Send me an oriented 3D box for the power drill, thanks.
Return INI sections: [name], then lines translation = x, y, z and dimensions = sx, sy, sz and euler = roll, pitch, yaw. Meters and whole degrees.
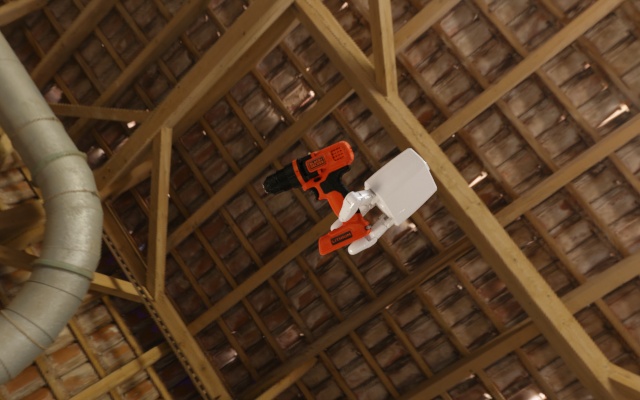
[power drill]
translation = 0.001, 0.003, 0.899
dimensions = 0.184, 0.187, 0.057
euler = -24, -4, 13
